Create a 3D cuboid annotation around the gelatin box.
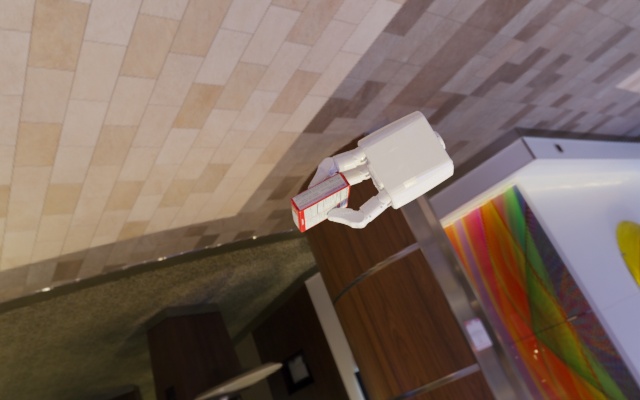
[{"bbox_3d":[0.000,0.003,0.721,0.089,0.030,0.073,-29,-23,-13],"label":"gelatin box"}]
